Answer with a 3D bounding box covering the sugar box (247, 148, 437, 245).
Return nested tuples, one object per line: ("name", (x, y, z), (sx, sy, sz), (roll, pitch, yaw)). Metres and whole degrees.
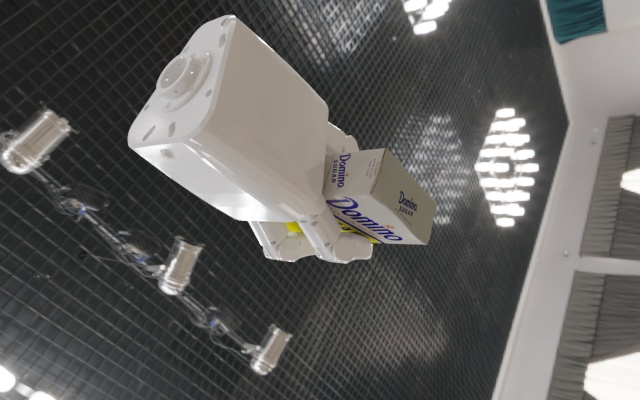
("sugar box", (0.000, 0.002, 0.419), (0.176, 0.048, 0.093), (1, -27, 41))
